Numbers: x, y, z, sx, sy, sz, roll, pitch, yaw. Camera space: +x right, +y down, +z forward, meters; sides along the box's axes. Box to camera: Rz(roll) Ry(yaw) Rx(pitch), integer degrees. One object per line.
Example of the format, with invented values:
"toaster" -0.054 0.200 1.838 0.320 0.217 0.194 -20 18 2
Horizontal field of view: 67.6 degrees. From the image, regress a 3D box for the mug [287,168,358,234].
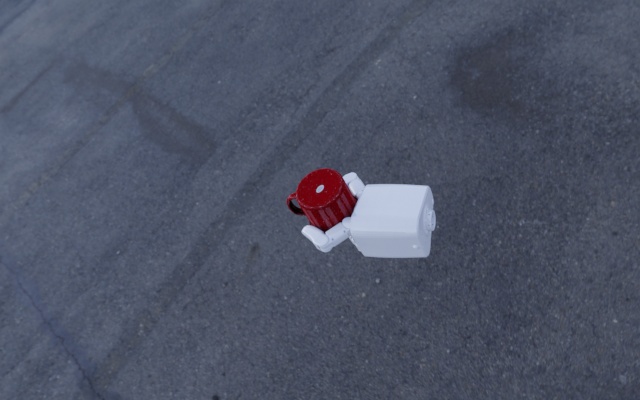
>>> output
"mug" -0.001 0.002 0.777 0.117 0.093 0.081 -2 -35 24
